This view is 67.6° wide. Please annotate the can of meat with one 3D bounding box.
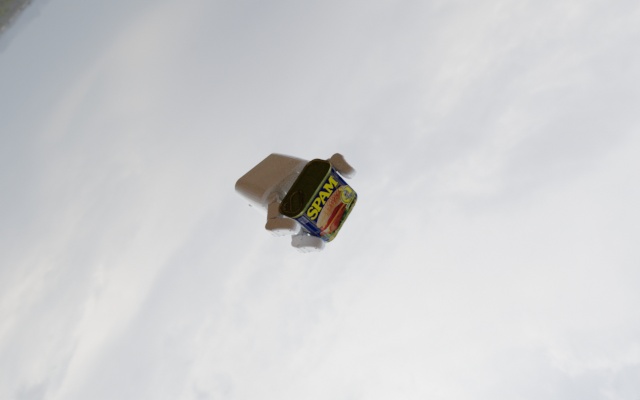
[{"bbox_3d":[0.000,0.002,0.723,0.057,0.102,0.084,18,-19,50],"label":"can of meat"}]
